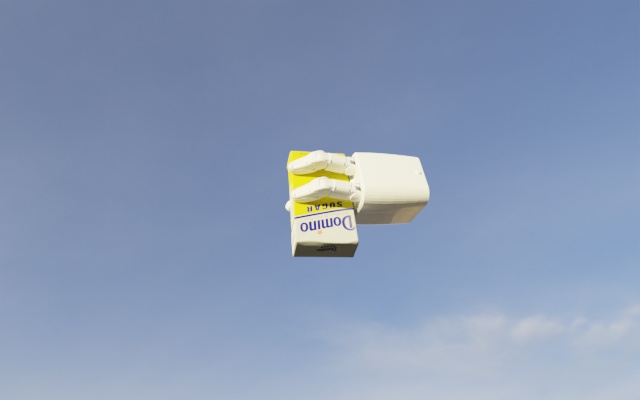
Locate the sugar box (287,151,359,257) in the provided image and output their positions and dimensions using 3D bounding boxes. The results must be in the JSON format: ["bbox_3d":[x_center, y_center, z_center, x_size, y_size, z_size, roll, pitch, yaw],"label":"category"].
[{"bbox_3d":[0.000,0.002,0.730,0.093,0.176,0.048,1,-41,-11],"label":"sugar box"}]
